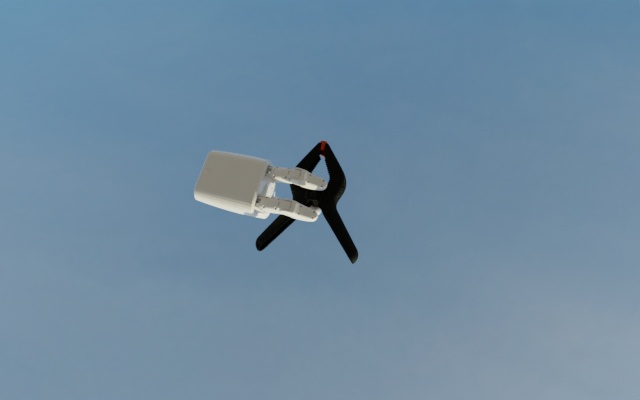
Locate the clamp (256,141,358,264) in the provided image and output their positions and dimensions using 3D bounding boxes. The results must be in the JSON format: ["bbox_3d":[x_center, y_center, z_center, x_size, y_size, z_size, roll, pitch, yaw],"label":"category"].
[{"bbox_3d":[0.000,0.002,0.787,0.164,0.210,0.036,14,-20,8],"label":"clamp"}]
